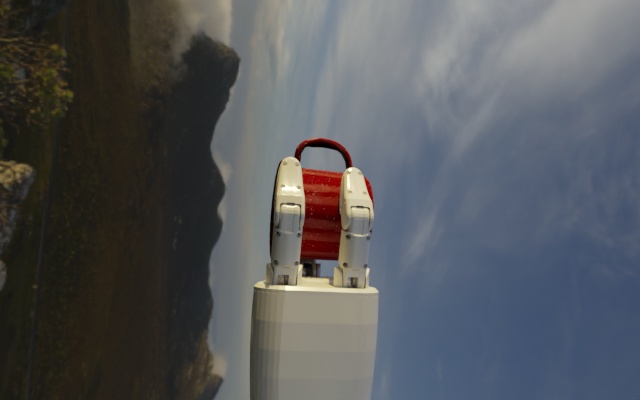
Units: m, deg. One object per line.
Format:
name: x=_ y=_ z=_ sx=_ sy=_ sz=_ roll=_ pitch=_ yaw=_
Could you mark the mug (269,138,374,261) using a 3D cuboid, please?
mug: x=0.000 y=0.000 z=0.440 sx=0.081 sy=0.117 sz=0.093 roll=5 pitch=-4 yaw=-11
